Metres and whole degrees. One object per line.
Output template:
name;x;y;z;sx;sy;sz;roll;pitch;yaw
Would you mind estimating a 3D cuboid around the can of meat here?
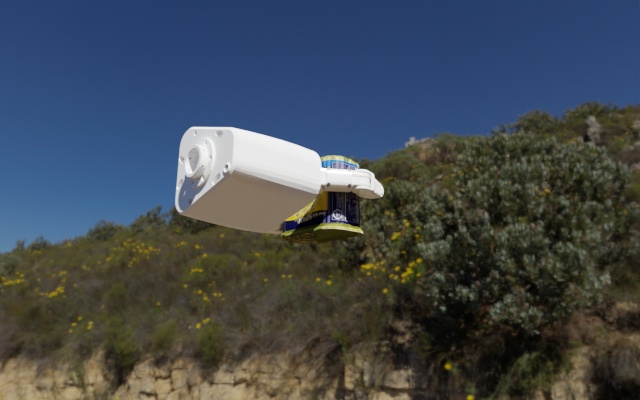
can of meat;0.000;0.001;0.557;0.057;0.084;0.102;13;-19;-40
